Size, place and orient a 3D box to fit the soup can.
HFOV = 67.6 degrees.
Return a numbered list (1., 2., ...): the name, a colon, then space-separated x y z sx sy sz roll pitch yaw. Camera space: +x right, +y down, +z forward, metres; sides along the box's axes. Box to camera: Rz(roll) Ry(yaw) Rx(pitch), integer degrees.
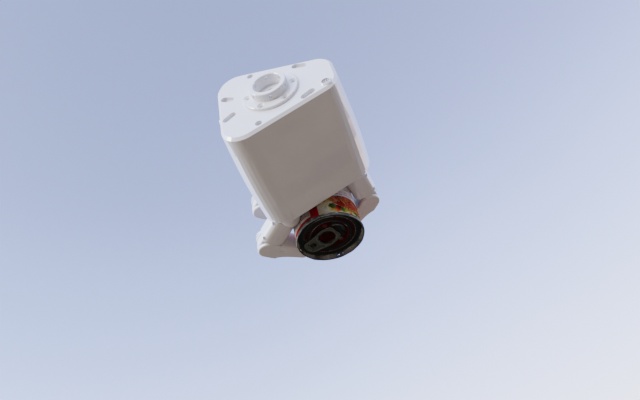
1. soup can: 0.000 0.002 0.496 0.068 0.069 0.102 0 44 -16
